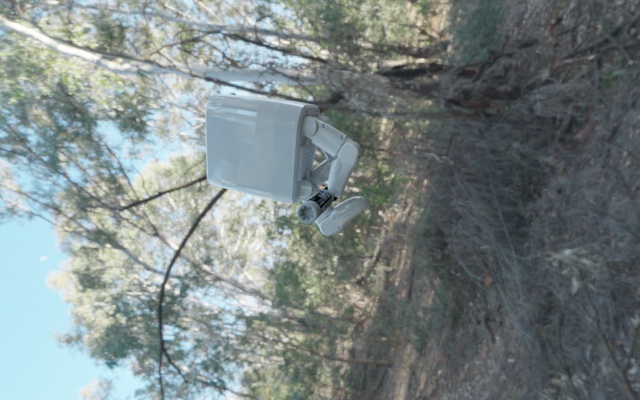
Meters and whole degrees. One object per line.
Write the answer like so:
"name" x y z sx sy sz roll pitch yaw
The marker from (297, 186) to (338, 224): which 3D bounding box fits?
"marker" 0.000 0.002 0.480 0.020 0.020 0.121 0 10 12
